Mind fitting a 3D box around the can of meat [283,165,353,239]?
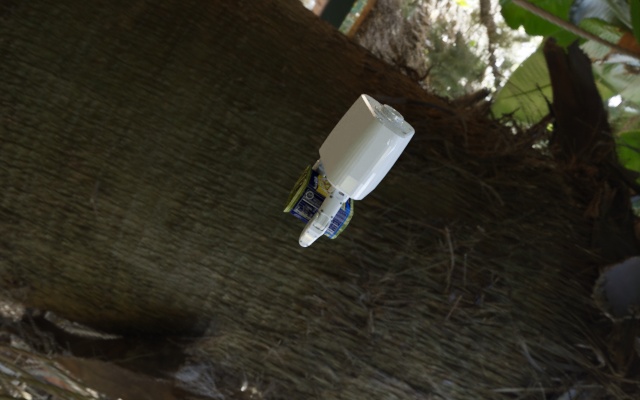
[{"bbox_3d":[0.000,0.003,0.700,0.084,0.057,0.102,33,20,-8],"label":"can of meat"}]
